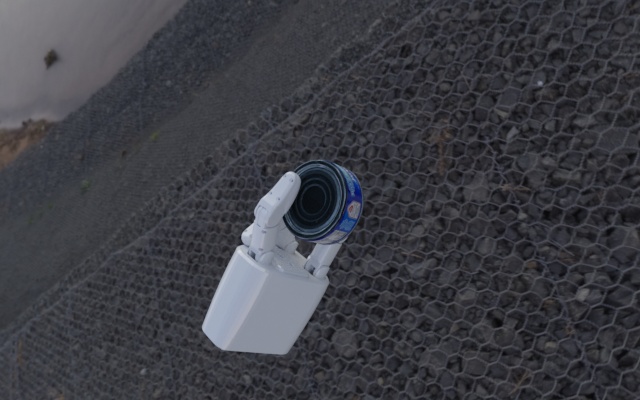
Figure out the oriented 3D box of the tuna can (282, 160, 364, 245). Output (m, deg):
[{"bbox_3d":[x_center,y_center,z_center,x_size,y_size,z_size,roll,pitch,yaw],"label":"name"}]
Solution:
[{"bbox_3d":[0.000,0.001,0.494,0.086,0.086,0.034,0,-11,36],"label":"tuna can"}]
